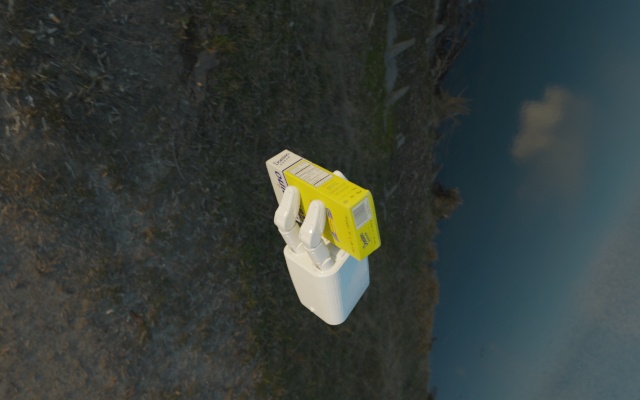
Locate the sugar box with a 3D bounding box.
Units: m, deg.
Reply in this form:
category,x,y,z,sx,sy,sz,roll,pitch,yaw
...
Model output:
category,x,y,z,sx,sy,sz,roll,pitch,yaw
sugar box,0.000,0.003,0.647,0.048,0.093,0.176,-36,41,-27
